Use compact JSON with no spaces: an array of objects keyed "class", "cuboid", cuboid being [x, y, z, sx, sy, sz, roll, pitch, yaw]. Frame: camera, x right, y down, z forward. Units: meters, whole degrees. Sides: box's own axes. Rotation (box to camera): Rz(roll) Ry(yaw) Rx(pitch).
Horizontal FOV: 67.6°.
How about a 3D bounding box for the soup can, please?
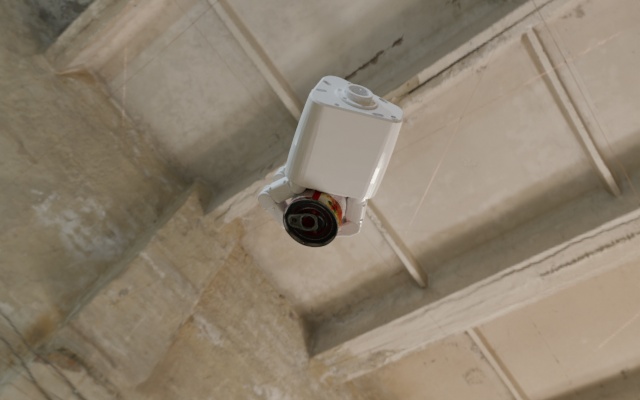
[{"class":"soup can","cuboid":[0.000,0.002,0.601,0.068,0.068,0.102,0,31,17]}]
